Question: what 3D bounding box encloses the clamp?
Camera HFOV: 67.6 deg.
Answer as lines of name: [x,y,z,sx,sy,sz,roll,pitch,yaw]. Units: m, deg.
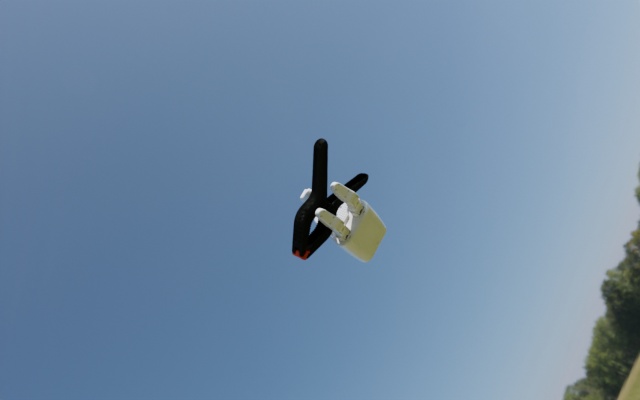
clamp: [-0.001,0.003,0.859,0.036,0.210,0.165,20,-15,41]
